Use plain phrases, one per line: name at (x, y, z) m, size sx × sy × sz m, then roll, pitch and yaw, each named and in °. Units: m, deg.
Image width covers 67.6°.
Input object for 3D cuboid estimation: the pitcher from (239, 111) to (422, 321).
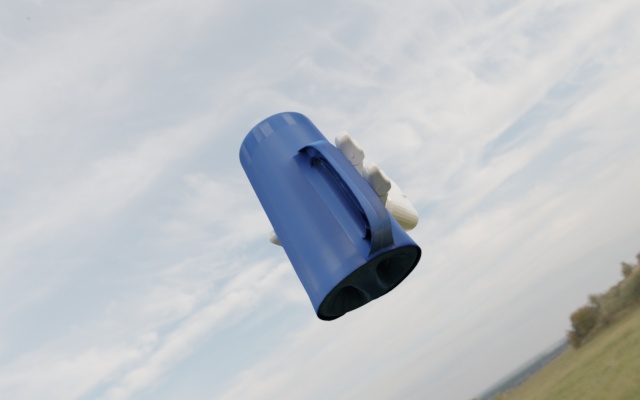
pitcher at (0.000, 0.002, 0.560) m, size 0.149 × 0.242 × 0.145 m, roll -45°, pitch -30°, yaw 19°
